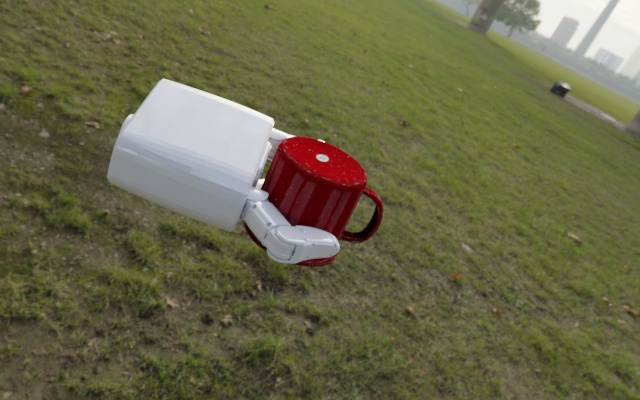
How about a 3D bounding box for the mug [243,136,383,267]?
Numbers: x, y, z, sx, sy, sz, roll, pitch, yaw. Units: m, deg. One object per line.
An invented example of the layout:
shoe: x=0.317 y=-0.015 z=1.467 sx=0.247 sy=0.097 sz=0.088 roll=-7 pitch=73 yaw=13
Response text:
mug: x=0.001 y=0.002 z=0.421 sx=0.117 sy=0.081 sz=0.093 roll=20 pitch=27 yaw=-10
